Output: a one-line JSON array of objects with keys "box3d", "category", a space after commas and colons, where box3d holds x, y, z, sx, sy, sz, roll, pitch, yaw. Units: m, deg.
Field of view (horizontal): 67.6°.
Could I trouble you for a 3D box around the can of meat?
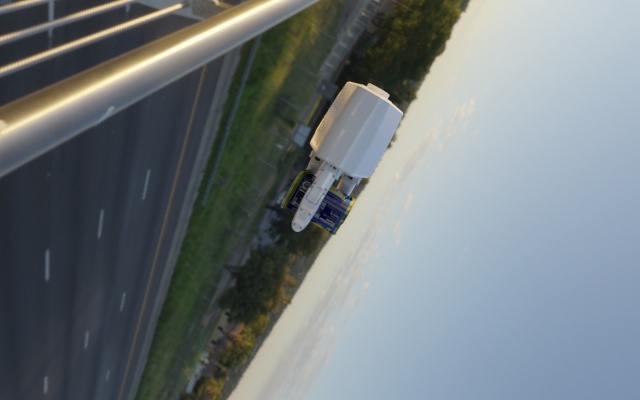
[{"box3d": [0.000, 0.002, 0.670, 0.084, 0.057, 0.102, 30, 7, 2], "category": "can of meat"}]
